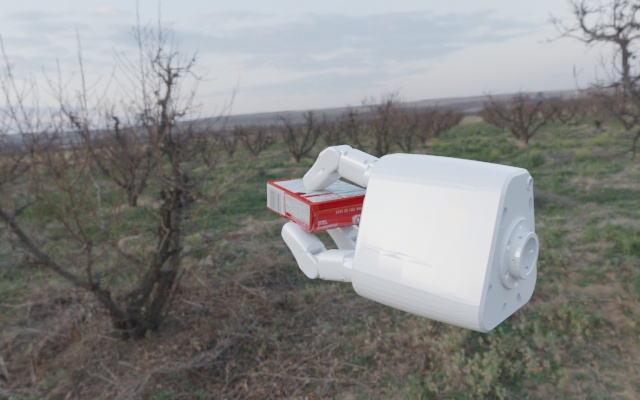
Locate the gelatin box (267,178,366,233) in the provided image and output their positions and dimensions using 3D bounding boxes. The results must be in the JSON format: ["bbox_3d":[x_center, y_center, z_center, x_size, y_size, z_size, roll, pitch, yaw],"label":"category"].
[{"bbox_3d":[0.000,0.001,0.459,0.073,0.030,0.089,-8,19,-32],"label":"gelatin box"}]
